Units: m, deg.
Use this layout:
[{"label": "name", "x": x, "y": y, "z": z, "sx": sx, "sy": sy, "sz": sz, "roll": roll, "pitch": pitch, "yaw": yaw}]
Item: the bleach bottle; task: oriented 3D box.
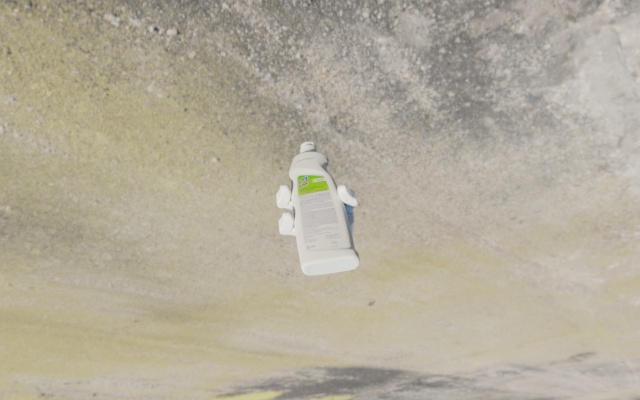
[{"label": "bleach bottle", "x": 0.000, "y": 0.003, "z": 0.855, "sx": 0.102, "sy": 0.250, "sz": 0.068, "roll": -8, "pitch": -28, "yaw": 0}]
